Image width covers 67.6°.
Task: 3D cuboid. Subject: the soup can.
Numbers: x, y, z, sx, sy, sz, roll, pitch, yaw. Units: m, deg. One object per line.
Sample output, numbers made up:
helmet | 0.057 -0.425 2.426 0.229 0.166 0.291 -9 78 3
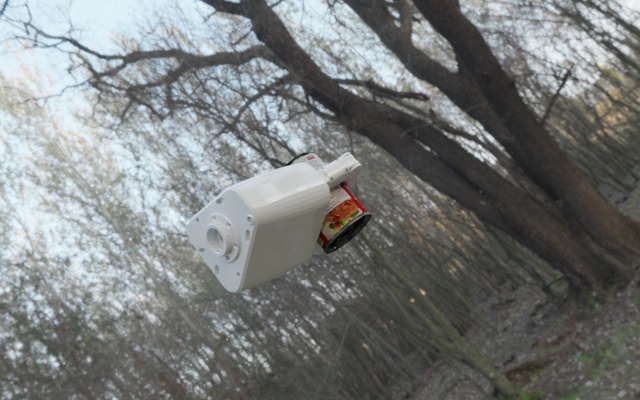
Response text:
soup can | 0.000 0.001 0.554 0.068 0.102 0.068 -37 -17 -14
